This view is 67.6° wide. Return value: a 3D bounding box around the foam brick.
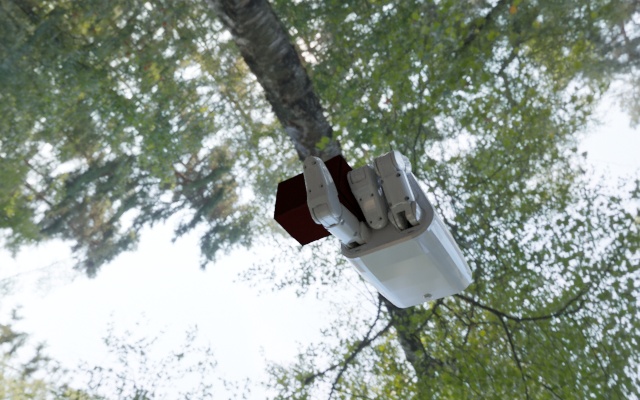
[{"bbox_3d":[0.000,0.002,0.475,0.078,0.053,0.051,-23,-51,26],"label":"foam brick"}]
